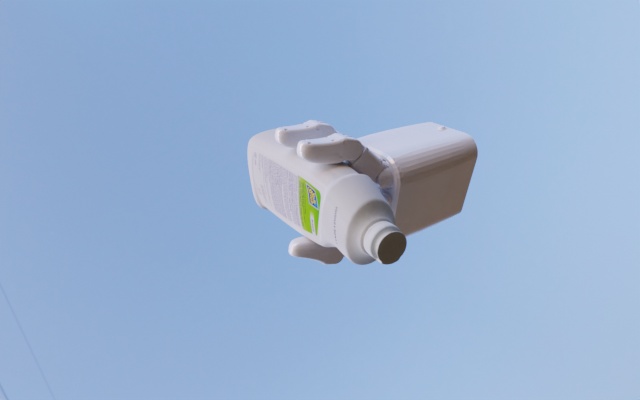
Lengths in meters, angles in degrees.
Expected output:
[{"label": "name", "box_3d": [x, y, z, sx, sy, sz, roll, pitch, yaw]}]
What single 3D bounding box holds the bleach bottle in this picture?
[{"label": "bleach bottle", "box_3d": [0.000, 0.001, 0.478, 0.068, 0.103, 0.250, -18, 28, -21]}]
